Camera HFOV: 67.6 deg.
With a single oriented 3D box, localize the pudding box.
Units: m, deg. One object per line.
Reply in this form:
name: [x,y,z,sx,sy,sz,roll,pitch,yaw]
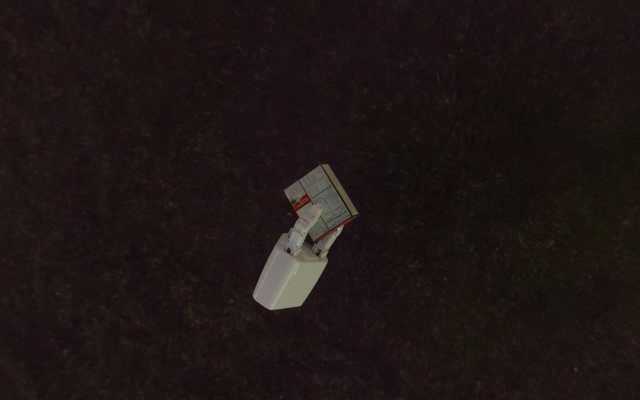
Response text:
pudding box: [0.000,0.003,0.840,0.090,0.113,0.039,-34,-7,20]
